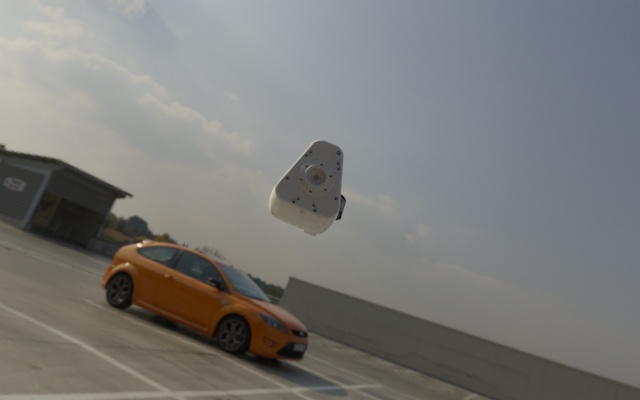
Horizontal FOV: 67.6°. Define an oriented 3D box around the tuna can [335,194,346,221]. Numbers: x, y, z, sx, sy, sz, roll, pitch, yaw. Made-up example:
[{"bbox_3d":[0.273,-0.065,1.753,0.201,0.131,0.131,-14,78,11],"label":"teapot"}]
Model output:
[{"bbox_3d":[0.000,0.002,0.827,0.086,0.033,0.086,17,-18,6],"label":"tuna can"}]
